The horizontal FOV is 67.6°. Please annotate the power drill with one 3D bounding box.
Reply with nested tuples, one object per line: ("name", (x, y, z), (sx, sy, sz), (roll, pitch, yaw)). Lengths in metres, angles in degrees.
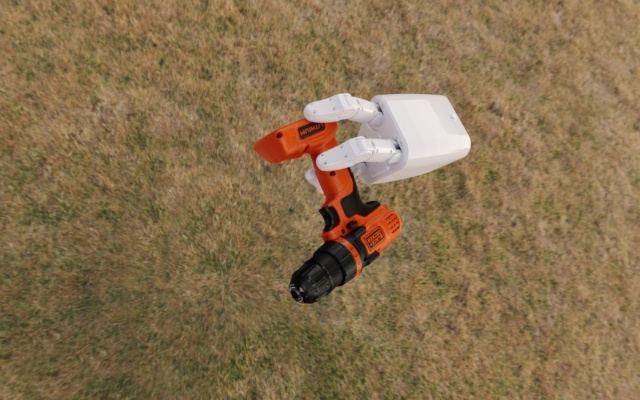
("power drill", (0.000, 0.001, 0.548), (0.057, 0.187, 0.184), (-20, 9, 46))
